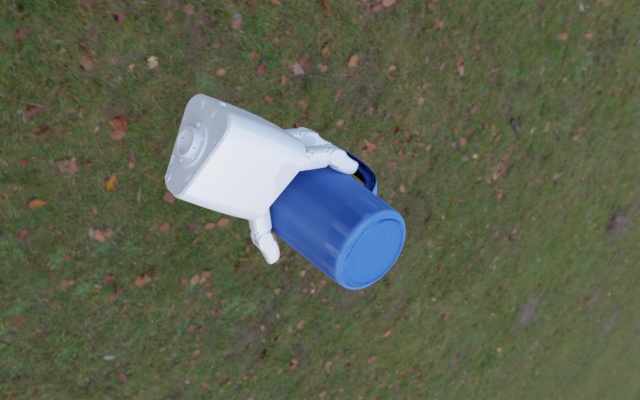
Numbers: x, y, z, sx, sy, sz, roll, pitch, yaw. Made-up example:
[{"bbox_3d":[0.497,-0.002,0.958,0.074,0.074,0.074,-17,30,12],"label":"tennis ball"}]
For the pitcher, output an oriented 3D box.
[{"bbox_3d":[0.000,0.002,0.629,0.145,0.149,0.242,23,10,-47],"label":"pitcher"}]
